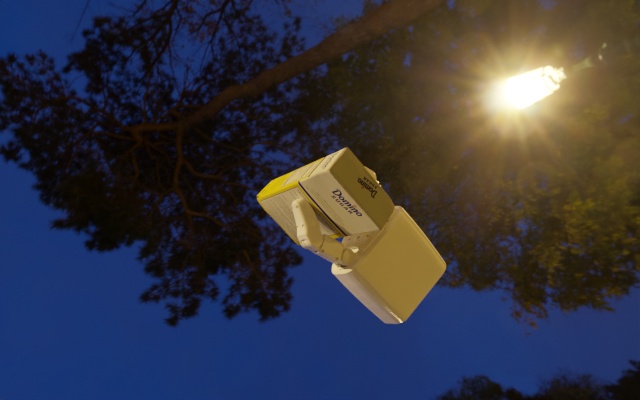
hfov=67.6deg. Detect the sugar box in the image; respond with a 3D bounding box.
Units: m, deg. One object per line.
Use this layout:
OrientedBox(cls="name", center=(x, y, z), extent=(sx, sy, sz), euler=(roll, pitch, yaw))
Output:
OrientedBox(cls="sugar box", center=(0.000, 0.002, 0.583), extent=(0.176, 0.093, 0.048), euler=(-18, 28, 53))
